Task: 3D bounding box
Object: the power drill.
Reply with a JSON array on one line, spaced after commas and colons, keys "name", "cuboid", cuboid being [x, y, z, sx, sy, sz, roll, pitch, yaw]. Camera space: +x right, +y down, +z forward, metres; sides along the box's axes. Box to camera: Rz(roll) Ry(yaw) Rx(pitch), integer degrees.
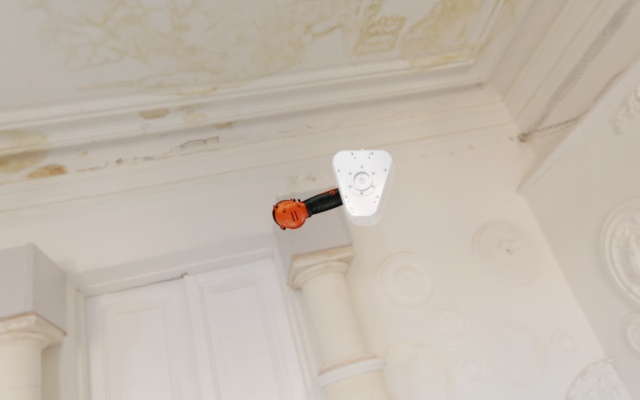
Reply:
[{"name": "power drill", "cuboid": [0.001, 0.003, 0.898, 0.187, 0.057, 0.184, -22, 7, -10]}]
